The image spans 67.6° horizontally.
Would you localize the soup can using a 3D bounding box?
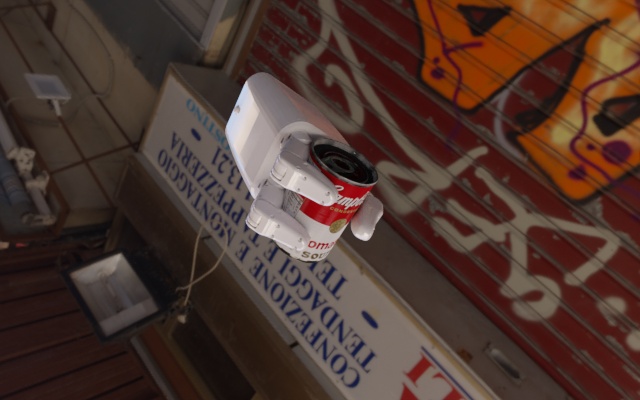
[{"bbox_3d":[0.000,0.002,0.456,0.068,0.102,0.068,23,30,-14],"label":"soup can"}]
